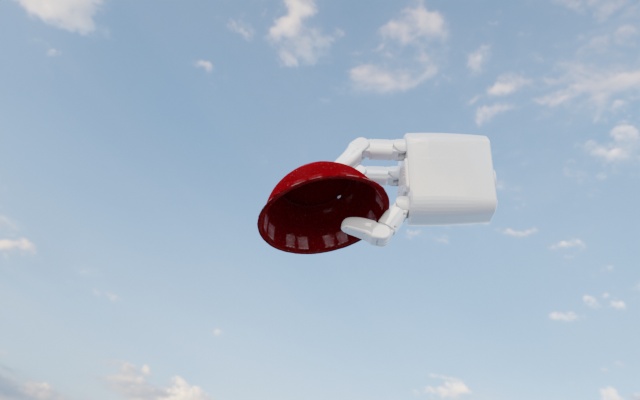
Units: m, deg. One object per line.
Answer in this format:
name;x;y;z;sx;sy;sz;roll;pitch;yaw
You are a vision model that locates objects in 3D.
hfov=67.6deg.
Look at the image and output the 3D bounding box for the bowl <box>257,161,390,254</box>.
bowl;-0.001;0.002;0.587;0.162;0.055;0.162;-9;-36;-6
